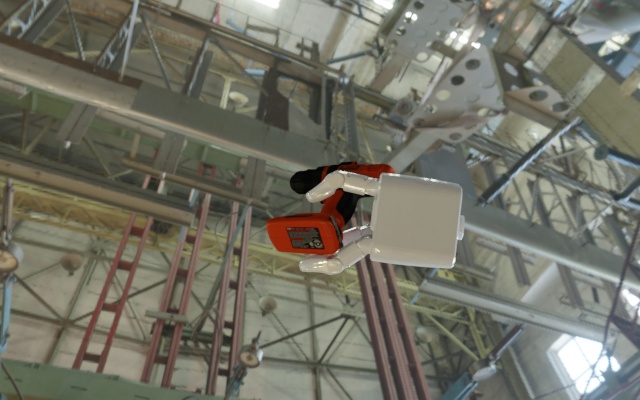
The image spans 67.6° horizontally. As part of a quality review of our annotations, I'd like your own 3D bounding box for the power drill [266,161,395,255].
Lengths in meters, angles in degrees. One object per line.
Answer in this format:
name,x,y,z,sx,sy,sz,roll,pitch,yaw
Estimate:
power drill,0.000,0.003,0.705,0.184,0.057,0.187,-3,30,32
